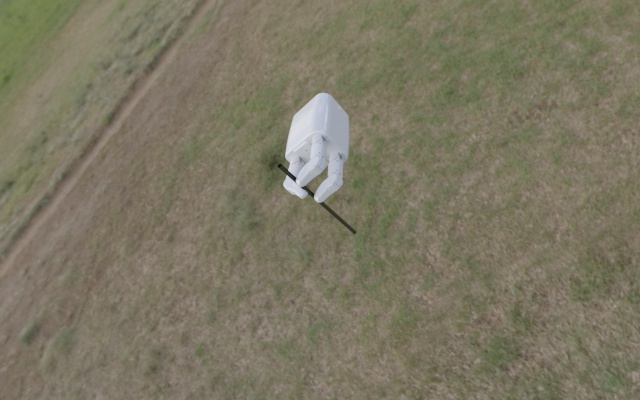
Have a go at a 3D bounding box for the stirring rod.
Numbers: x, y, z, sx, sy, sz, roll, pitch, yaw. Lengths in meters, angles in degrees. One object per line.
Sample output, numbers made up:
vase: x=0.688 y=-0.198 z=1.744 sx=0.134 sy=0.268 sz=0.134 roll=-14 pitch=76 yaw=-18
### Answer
stirring rod: x=0.000 y=0.003 z=0.874 sx=0.011 sy=0.011 sz=0.240 roll=0 pitch=-30 yaw=41
